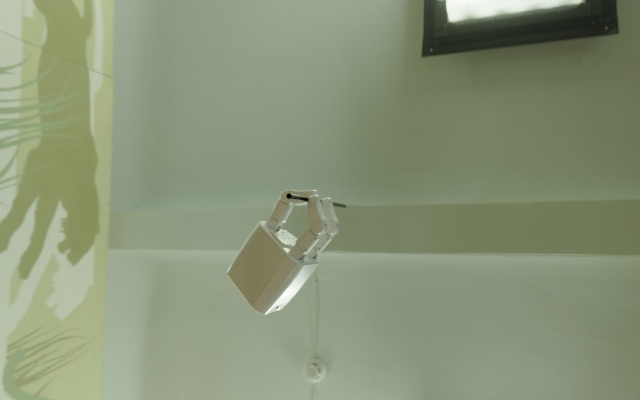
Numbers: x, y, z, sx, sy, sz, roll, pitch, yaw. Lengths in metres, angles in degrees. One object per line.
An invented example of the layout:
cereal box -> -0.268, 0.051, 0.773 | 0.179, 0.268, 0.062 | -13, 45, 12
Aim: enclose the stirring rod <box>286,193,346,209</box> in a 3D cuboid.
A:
stirring rod -> 0.000, 0.003, 0.773 | 0.011, 0.011, 0.239 | 0, -4, 21
